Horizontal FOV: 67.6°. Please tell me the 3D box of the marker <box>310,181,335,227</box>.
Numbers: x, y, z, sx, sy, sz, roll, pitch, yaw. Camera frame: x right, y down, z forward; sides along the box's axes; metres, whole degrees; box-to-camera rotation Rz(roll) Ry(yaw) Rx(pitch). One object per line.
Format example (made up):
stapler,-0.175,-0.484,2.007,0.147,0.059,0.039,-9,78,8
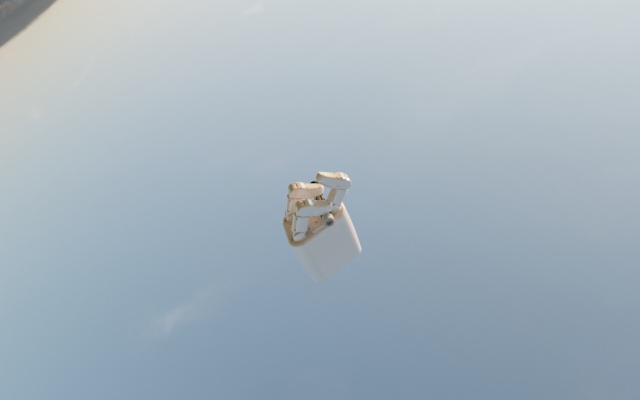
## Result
marker,0.000,0.003,0.816,0.020,0.020,0.121,0,33,-16
